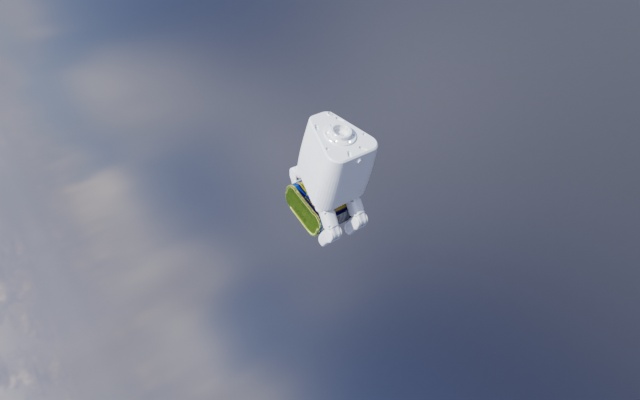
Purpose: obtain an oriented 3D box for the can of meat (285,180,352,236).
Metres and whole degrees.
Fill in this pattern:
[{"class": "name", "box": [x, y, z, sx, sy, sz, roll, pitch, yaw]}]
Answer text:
[{"class": "can of meat", "box": [0.000, 0.003, 0.818, 0.084, 0.102, 0.057, -25, -28, -30]}]
